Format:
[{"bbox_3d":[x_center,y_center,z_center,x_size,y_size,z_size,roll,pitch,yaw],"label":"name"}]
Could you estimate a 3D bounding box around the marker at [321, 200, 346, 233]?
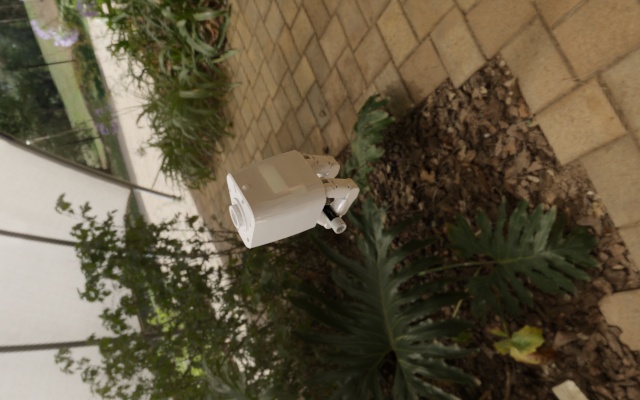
[{"bbox_3d":[0.000,0.002,0.720,0.020,0.020,0.121,0,40,-39],"label":"marker"}]
